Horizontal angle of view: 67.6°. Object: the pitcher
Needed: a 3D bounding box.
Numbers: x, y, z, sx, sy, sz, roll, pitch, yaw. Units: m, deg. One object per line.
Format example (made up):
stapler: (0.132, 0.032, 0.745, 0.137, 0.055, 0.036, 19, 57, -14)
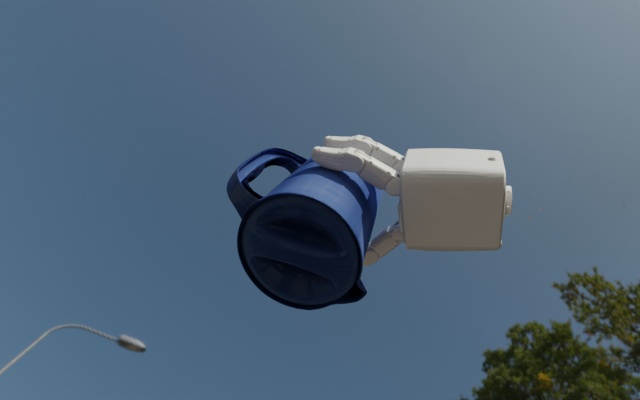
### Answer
pitcher: (0.000, 0.002, 0.576, 0.145, 0.149, 0.242, -1, 23, 17)
